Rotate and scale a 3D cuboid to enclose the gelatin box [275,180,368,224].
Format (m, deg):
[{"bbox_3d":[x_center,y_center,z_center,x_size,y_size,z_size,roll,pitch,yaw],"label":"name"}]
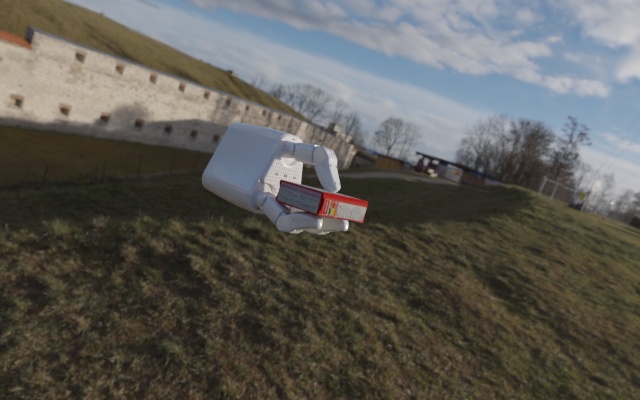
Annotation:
[{"bbox_3d":[0.000,0.002,0.576,0.073,0.030,0.089,12,3,-40],"label":"gelatin box"}]
